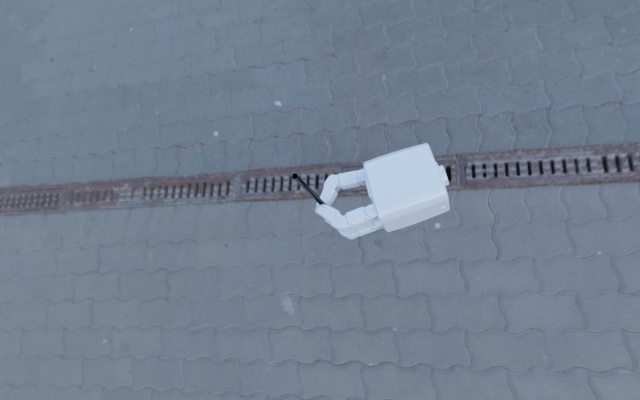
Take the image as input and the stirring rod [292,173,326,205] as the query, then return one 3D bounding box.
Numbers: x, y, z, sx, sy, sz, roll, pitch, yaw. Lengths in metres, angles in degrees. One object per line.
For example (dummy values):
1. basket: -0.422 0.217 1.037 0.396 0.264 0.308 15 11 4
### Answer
1. stirring rod: 0.000 0.002 0.734 0.011 0.011 0.240 0 -17 17
